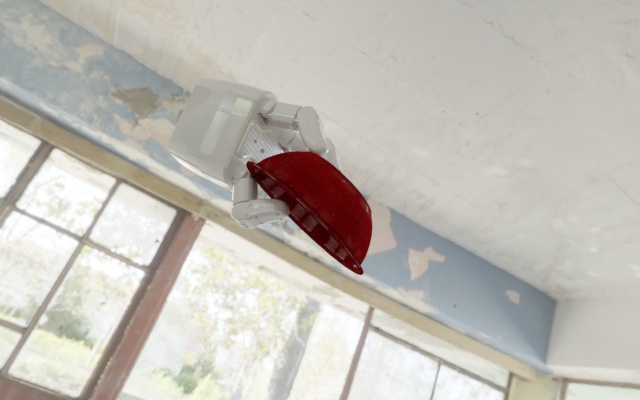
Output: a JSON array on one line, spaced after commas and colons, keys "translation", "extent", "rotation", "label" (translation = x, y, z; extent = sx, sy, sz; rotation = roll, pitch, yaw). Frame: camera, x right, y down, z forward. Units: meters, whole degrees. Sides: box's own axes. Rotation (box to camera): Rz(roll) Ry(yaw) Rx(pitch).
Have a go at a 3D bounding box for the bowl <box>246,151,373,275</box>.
[{"translation": [0.001, 0.002, 0.486], "extent": [0.162, 0.055, 0.162], "rotation": [43, -9, 9], "label": "bowl"}]
